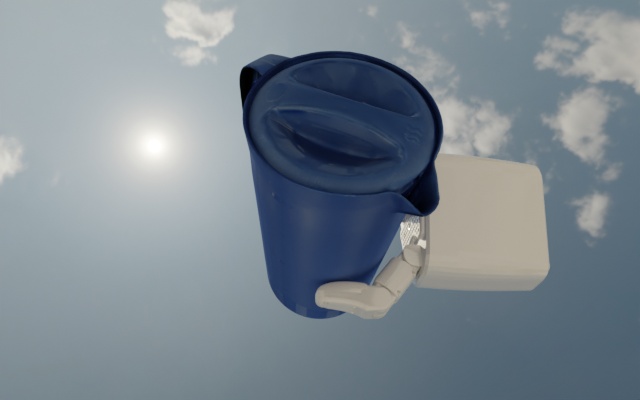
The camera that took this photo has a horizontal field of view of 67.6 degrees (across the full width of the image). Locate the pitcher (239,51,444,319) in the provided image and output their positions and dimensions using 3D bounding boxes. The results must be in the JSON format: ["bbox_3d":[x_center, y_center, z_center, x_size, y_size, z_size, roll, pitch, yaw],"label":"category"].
[{"bbox_3d":[0.000,0.001,0.412,0.145,0.149,0.243,4,-35,-3],"label":"pitcher"}]
